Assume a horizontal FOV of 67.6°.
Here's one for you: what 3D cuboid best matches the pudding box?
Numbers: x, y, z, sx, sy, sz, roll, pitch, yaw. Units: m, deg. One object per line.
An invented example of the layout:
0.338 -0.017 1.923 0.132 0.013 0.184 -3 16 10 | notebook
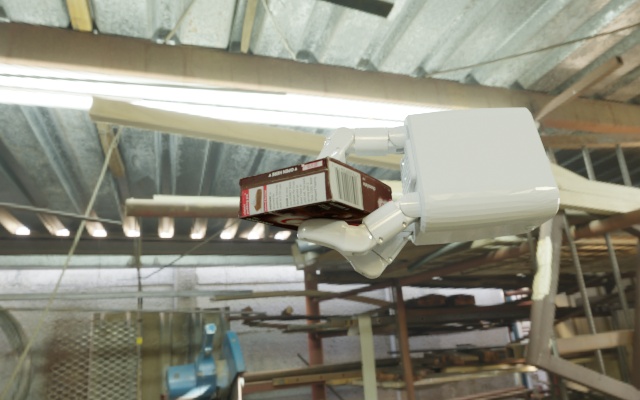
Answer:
0.000 0.001 0.408 0.090 0.039 0.113 -12 -19 31 | pudding box
